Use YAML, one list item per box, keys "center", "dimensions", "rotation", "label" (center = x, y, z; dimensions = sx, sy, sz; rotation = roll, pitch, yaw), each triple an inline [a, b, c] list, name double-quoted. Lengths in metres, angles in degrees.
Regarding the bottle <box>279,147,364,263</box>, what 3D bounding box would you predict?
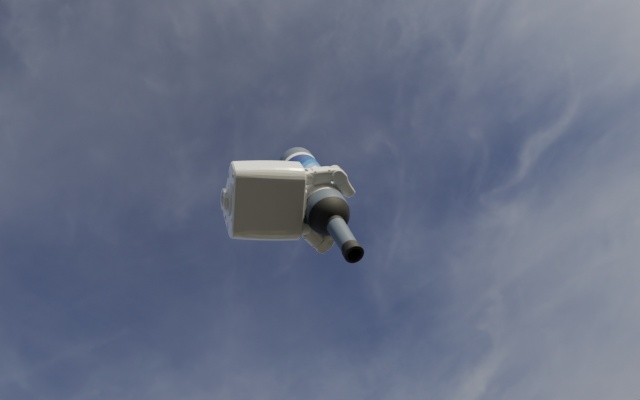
- center: [0.000, 0.002, 0.744]
  dimensions: [0.069, 0.069, 0.295]
  rotation: [0, 28, -20]
  label: "bottle"
